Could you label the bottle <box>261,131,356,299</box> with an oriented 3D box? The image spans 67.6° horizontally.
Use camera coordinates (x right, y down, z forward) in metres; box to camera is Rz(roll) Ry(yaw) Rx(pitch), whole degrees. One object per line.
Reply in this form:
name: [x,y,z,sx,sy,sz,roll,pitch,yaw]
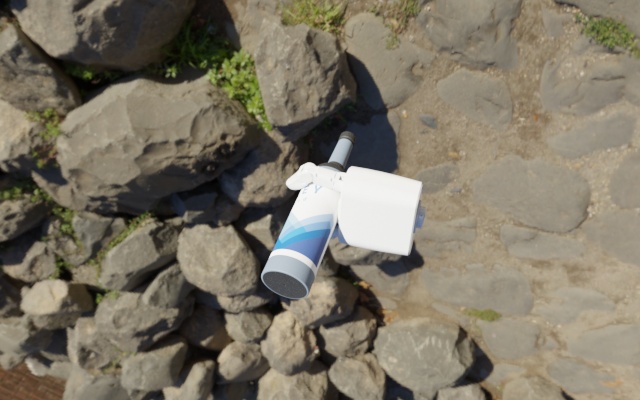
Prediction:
bottle: [0.000,0.002,0.707,0.069,0.295,0.069,14,-38,12]
